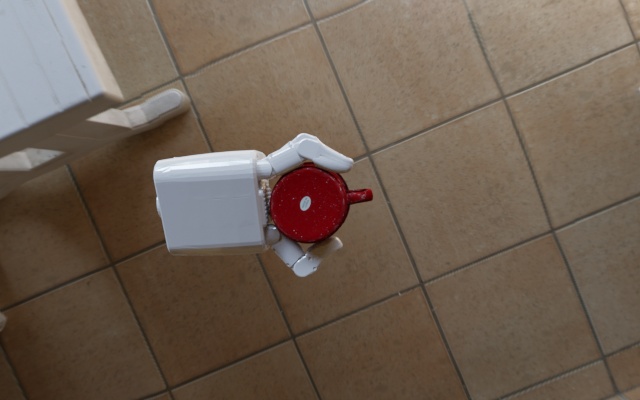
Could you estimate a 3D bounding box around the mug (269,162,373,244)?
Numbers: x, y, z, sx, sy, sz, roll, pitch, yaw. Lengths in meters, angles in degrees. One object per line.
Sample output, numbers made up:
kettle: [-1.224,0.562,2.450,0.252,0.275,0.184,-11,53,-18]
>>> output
mug: [0.002,0.002,0.530,0.117,0.093,0.081,-5,3,2]
